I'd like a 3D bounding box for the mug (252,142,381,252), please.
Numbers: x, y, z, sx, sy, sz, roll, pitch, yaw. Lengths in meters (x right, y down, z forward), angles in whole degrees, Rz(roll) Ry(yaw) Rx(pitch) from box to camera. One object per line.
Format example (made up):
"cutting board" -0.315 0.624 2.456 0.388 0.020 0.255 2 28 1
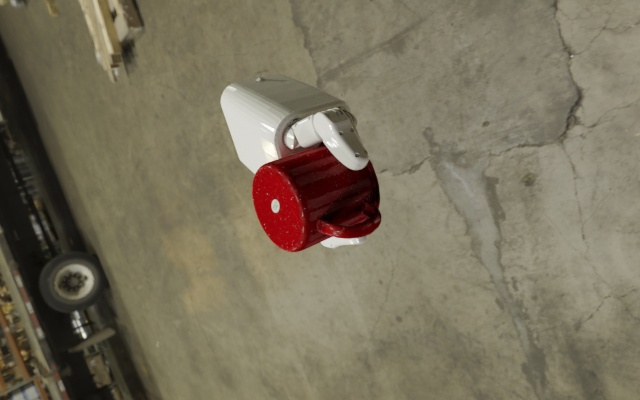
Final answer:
"mug" 0.001 0.002 0.421 0.081 0.093 0.117 -22 40 -35
